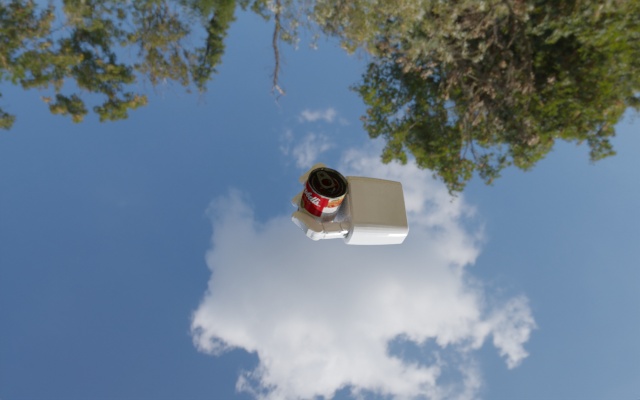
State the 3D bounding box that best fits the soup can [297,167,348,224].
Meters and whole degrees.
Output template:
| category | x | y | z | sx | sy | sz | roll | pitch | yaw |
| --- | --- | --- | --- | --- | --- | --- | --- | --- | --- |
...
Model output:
| category | x | y | z | sx | sy | sz | roll | pitch | yaw |
| --- | --- | --- | --- | --- | --- | --- | --- | --- | --- |
| soup can | 0.000 | 0.003 | 0.810 | 0.068 | 0.068 | 0.102 | 0 | -40 | -19 |
